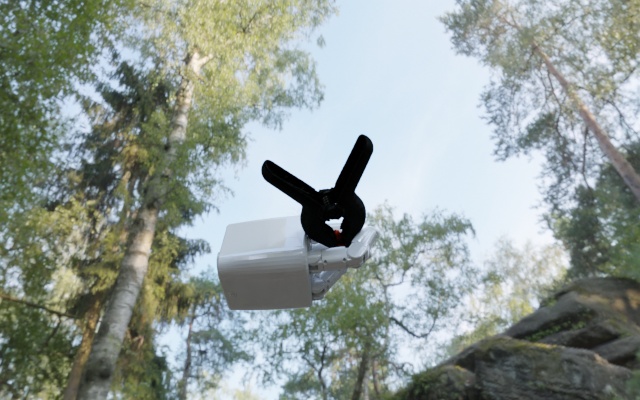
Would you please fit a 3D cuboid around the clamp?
[{"bbox_3d":[0.000,0.001,0.550,0.120,0.172,0.039,-5,43,0],"label":"clamp"}]
